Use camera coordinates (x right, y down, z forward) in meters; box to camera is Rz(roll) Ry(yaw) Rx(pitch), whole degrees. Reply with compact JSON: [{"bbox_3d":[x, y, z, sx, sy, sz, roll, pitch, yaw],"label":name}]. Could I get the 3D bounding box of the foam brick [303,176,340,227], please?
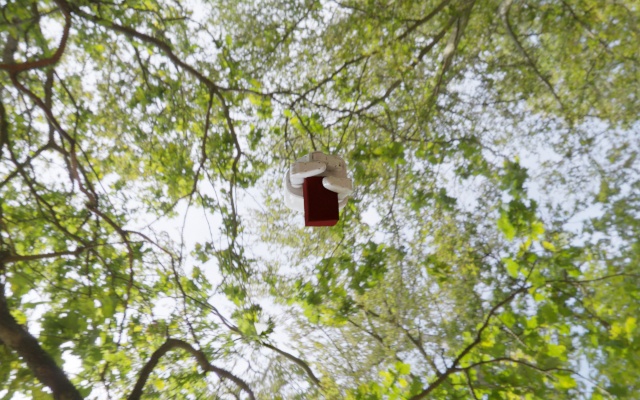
[{"bbox_3d":[0.000,0.003,0.801,0.053,0.078,0.051,0,-16,-9],"label":"foam brick"}]
